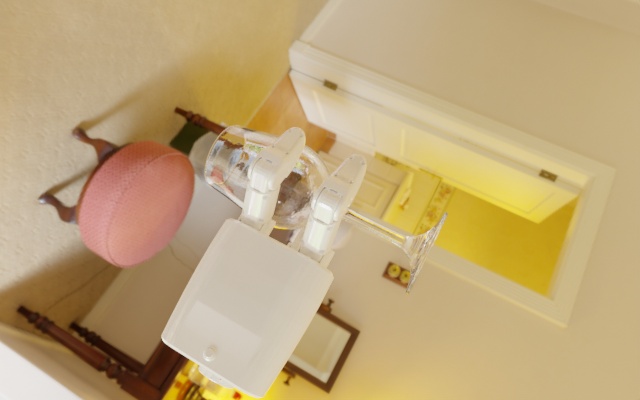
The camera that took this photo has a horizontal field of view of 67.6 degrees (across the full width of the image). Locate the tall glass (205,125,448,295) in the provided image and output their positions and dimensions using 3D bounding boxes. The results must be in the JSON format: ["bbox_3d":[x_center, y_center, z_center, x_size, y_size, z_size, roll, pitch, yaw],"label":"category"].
[{"bbox_3d":[0.001,0.002,0.411,0.201,0.079,0.079,26,7,14],"label":"tall glass"}]
